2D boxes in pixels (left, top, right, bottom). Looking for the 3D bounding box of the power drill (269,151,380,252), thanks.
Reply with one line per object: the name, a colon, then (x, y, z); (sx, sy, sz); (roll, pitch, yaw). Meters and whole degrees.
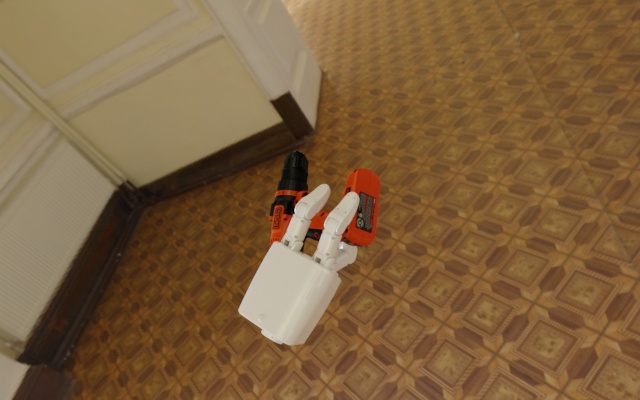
power drill: (0.000, 0.003, 0.711); (0.057, 0.184, 0.187); (18, -18, -41)
